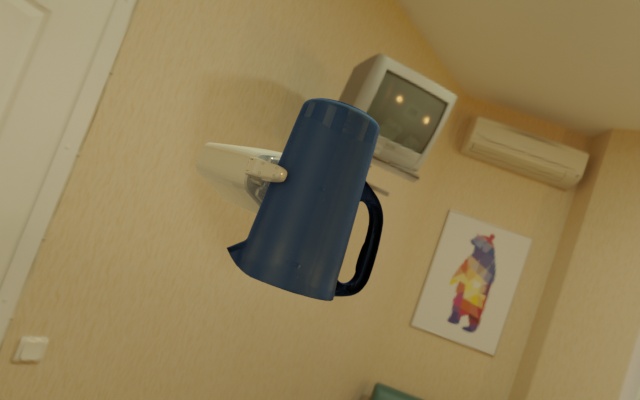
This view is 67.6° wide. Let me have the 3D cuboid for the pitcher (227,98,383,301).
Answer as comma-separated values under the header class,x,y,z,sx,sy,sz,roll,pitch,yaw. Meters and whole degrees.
class,x,y,z,sx,sy,sz,roll,pitch,yaw
pitcher,0.000,0.002,0.621,0.145,0.243,0.149,17,-5,33
